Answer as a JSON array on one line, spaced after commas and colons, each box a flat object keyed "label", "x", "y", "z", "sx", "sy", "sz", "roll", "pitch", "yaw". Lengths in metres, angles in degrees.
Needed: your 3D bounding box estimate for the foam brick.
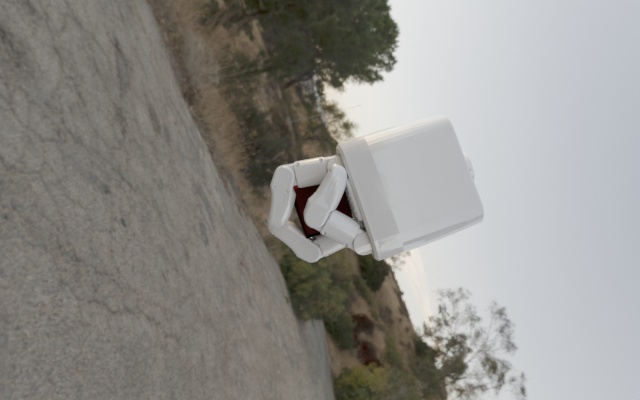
[{"label": "foam brick", "x": 0.000, "y": 0.002, "z": 0.504, "sx": 0.051, "sy": 0.053, "sz": 0.078, "roll": -19, "pitch": 9, "yaw": 0}]
